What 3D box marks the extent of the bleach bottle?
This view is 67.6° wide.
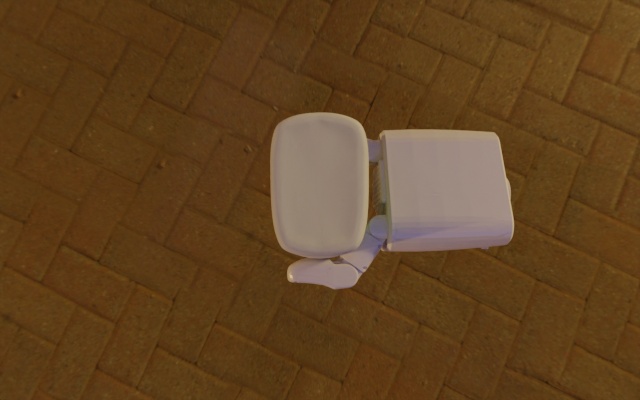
[{"bbox_3d":[0.000,0.002,0.443,0.068,0.102,0.251,0,-5,0],"label":"bleach bottle"}]
